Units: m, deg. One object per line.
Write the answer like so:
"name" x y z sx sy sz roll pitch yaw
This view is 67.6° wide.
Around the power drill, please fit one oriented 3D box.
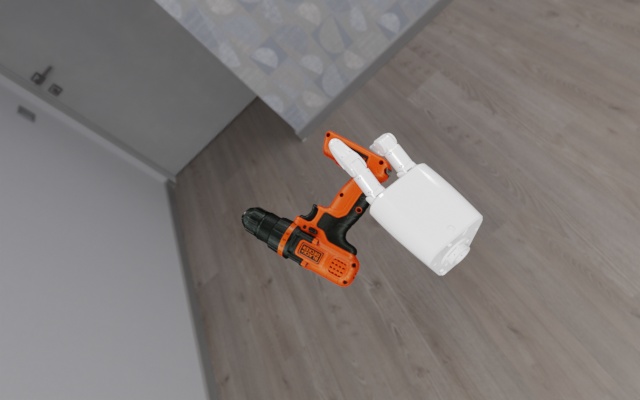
"power drill" 0.001 0.002 0.671 0.184 0.187 0.057 28 3 11
